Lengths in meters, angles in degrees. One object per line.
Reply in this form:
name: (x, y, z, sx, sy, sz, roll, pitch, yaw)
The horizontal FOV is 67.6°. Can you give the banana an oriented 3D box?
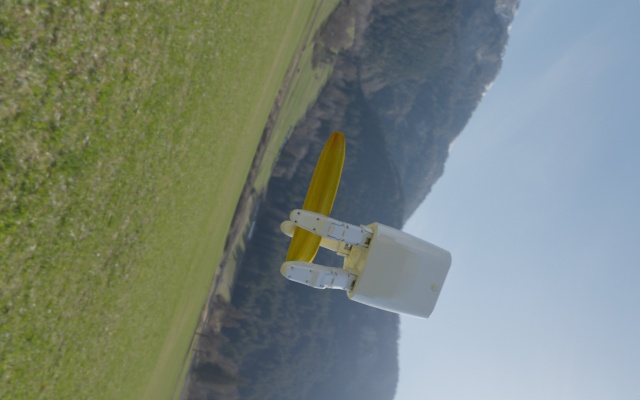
banana: (-0.004, 0.010, 0.604, 0.037, 0.197, 0.070, 19, -18, -4)
